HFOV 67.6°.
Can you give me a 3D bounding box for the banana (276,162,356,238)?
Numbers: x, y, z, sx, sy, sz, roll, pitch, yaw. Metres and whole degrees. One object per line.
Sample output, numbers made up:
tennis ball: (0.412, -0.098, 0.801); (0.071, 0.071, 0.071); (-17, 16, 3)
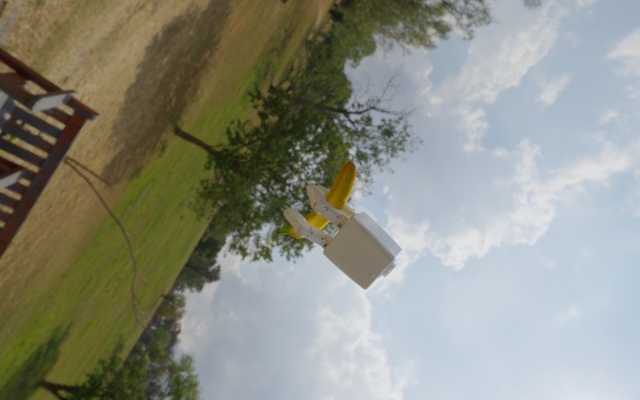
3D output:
banana: (0.008, 0.011, 0.902); (0.070, 0.198, 0.037); (29, 20, -53)
